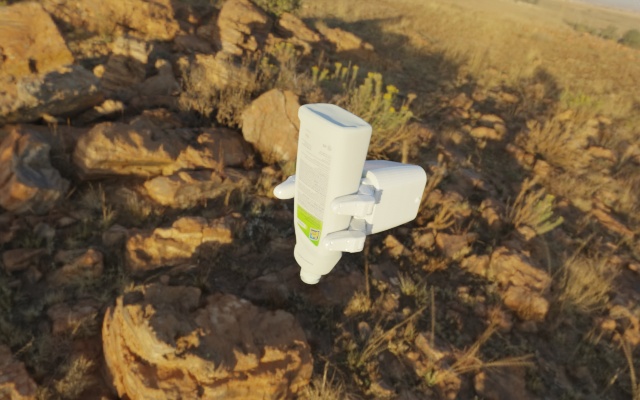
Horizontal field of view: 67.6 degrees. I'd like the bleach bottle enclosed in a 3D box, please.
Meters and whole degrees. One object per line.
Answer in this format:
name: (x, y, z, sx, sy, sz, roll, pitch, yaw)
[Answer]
bleach bottle: (0.000, 0.002, 0.660, 0.068, 0.251, 0.102, -11, 35, -36)
